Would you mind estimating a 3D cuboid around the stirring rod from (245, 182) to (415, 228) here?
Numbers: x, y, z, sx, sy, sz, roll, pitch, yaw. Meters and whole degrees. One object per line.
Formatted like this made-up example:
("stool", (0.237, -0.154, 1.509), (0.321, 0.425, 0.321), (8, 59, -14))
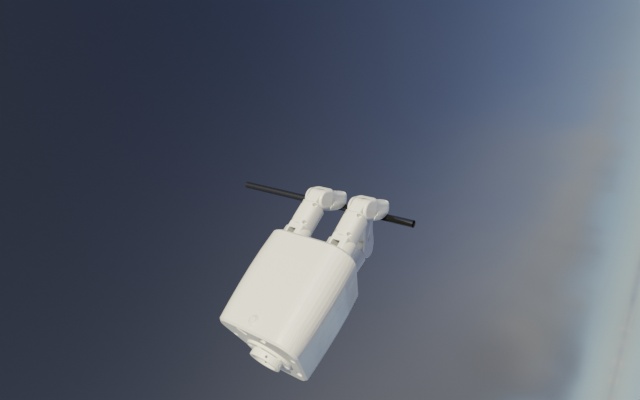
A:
("stirring rod", (0.000, 0.002, 0.563), (0.239, 0.011, 0.011), (13, 7, 34))
